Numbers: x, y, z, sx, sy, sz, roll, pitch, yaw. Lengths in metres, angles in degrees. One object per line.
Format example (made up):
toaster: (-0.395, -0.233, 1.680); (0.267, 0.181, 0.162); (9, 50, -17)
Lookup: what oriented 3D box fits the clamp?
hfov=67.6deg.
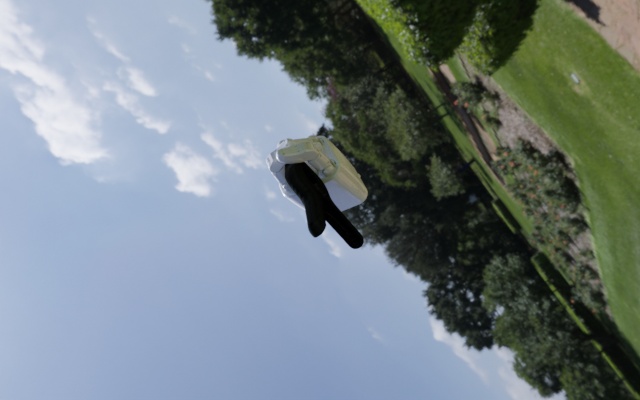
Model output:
clamp: (0.000, 0.003, 0.703); (0.039, 0.171, 0.120); (-37, -40, 15)
